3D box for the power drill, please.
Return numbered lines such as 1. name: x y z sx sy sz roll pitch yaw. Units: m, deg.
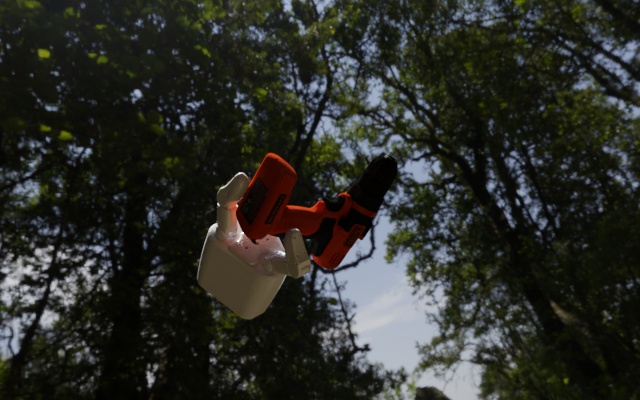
1. power drill: 0.000 0.002 0.620 0.188 0.184 0.057 18 20 -39
